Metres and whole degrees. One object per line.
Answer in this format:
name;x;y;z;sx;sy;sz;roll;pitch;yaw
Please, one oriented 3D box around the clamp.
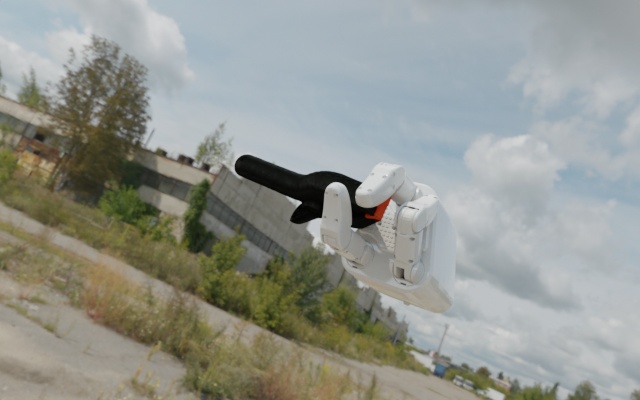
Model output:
clamp;0.000;0.001;0.499;0.171;0.039;0.120;16;-17;35
